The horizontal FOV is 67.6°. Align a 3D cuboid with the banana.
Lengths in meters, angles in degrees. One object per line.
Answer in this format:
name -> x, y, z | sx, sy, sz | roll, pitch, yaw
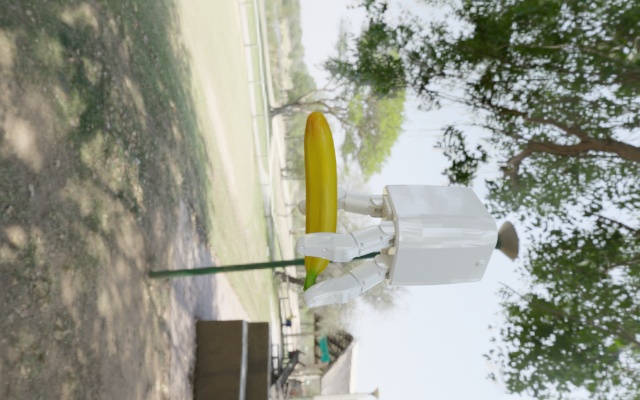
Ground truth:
banana -> 0.000, -0.001, 0.519 | 0.037, 0.198, 0.069 | 1, 18, 1
